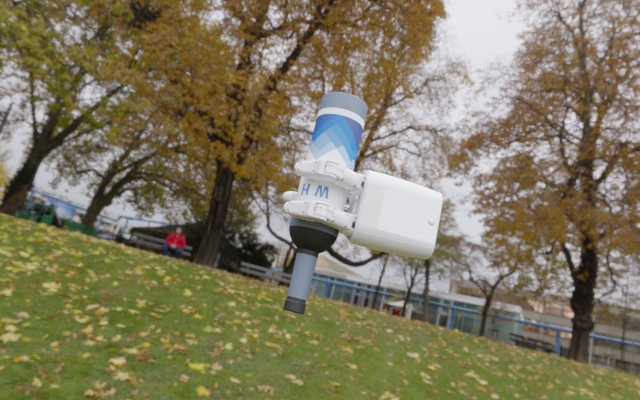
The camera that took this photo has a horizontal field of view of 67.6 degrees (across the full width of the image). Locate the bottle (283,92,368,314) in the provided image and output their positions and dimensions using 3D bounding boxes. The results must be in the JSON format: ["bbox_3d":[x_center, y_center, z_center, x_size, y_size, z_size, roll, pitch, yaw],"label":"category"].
[{"bbox_3d":[0.000,0.002,0.637,0.069,0.295,0.069,13,-14,3],"label":"bottle"}]
